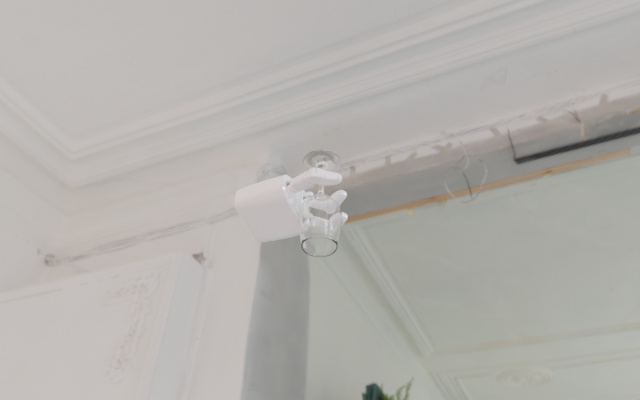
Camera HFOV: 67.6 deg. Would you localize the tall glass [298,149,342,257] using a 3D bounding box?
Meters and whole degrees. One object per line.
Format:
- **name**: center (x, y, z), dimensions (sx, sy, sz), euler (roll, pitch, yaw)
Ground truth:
- **tall glass**: center (0.000, 0.002, 0.867), dimensions (0.079, 0.200, 0.079), euler (1, -41, 1)
